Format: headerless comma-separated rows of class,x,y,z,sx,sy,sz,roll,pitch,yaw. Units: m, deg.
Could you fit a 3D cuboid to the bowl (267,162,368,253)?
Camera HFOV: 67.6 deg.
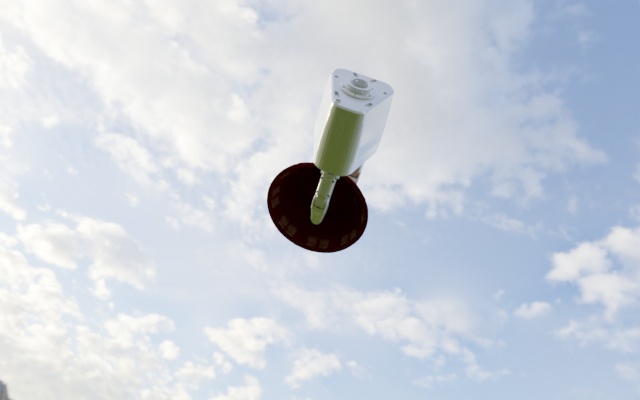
bowl,0.000,0.003,0.754,0.162,0.162,0.055,0,29,17
